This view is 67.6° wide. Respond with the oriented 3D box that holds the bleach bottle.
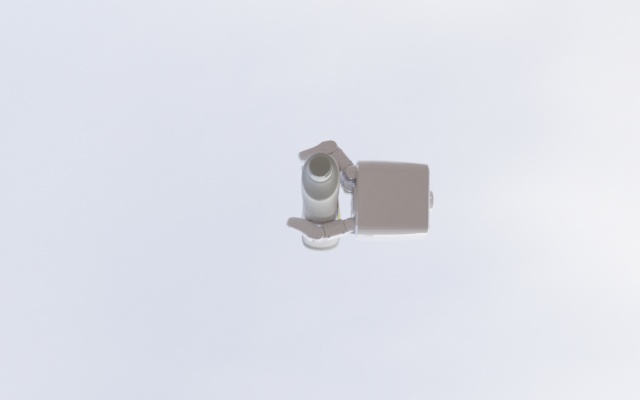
[{"bbox_3d":[0.000,0.002,0.718,0.068,0.102,0.251,1,-17,1],"label":"bleach bottle"}]
